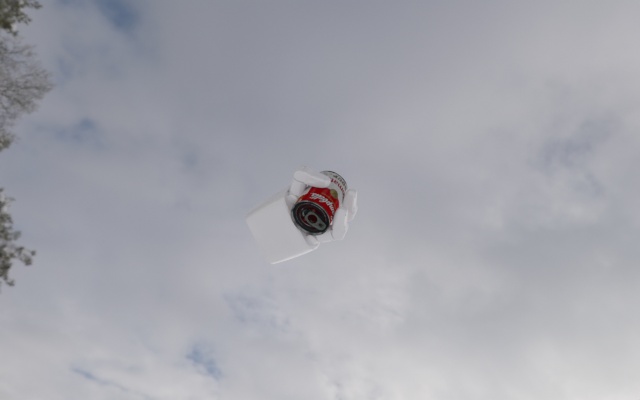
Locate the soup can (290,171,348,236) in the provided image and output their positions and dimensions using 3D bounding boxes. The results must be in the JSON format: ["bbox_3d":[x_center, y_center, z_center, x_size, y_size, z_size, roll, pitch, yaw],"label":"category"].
[{"bbox_3d":[0.001,0.002,0.805,0.068,0.068,0.102,0,32,24],"label":"soup can"}]
